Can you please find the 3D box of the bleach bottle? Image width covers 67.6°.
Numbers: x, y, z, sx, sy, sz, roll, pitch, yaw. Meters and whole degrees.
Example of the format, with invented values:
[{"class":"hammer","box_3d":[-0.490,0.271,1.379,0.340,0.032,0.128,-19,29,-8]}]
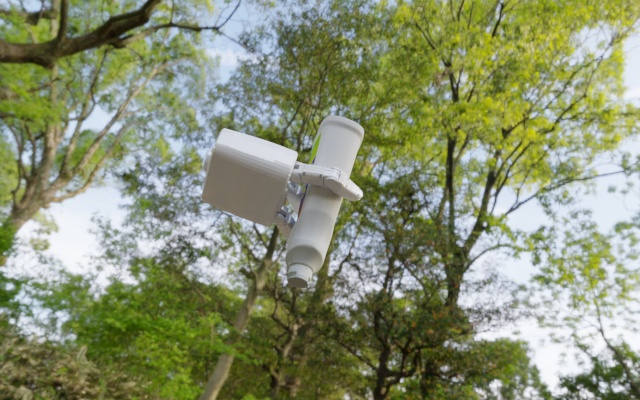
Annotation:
[{"class":"bleach bottle","box_3d":[0.000,0.002,0.672,0.068,0.250,0.103,19,-36,-5]}]
